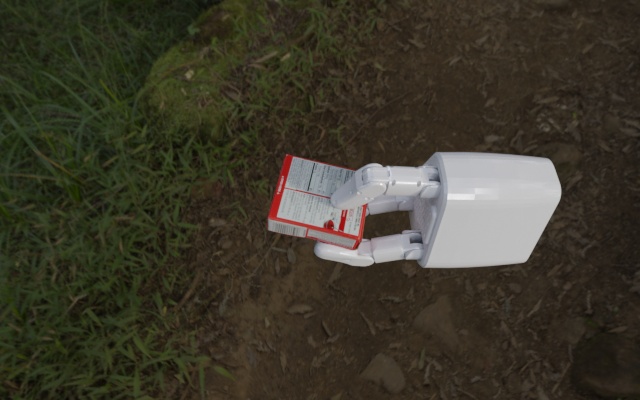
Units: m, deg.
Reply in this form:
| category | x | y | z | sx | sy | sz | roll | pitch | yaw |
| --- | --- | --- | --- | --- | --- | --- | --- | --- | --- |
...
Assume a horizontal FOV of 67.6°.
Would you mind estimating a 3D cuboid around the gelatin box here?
| category | x | y | z | sx | sy | sz | roll | pitch | yaw |
| --- | --- | --- | --- | --- | --- | --- | --- | --- | --- |
| gelatin box | 0.000 | 0.001 | 0.457 | 0.089 | 0.073 | 0.030 | 13 | -29 | -1 |
